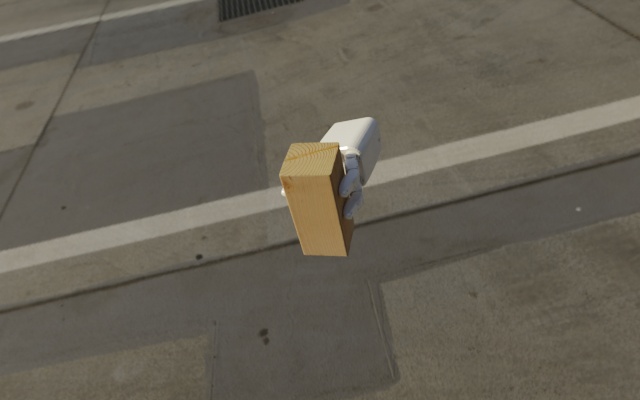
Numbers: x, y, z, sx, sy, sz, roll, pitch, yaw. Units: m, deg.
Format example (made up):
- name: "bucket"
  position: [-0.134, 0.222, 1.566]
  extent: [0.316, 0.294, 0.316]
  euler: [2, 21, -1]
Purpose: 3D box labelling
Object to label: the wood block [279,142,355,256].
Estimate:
- name: "wood block"
  position: [0.000, 0.002, 0.874]
  extent: [0.091, 0.206, 0.090]
  euler: [1, 45, 16]
